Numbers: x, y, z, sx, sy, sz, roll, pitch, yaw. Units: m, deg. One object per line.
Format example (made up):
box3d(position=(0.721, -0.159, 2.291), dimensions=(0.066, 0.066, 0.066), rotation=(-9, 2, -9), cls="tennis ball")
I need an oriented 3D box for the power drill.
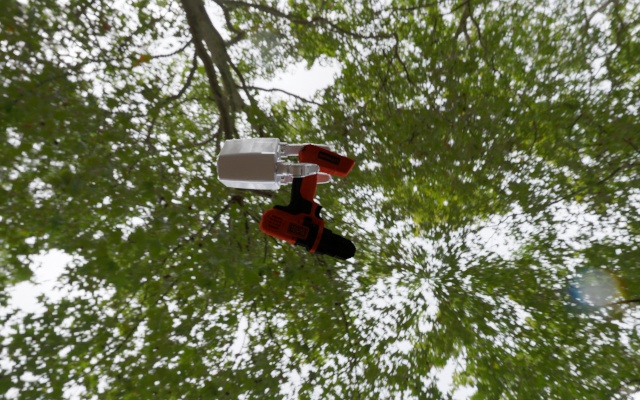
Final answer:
box3d(position=(0.000, 0.002, 0.886), dimensions=(0.184, 0.187, 0.057), rotation=(21, -13, -9), cls="power drill")
